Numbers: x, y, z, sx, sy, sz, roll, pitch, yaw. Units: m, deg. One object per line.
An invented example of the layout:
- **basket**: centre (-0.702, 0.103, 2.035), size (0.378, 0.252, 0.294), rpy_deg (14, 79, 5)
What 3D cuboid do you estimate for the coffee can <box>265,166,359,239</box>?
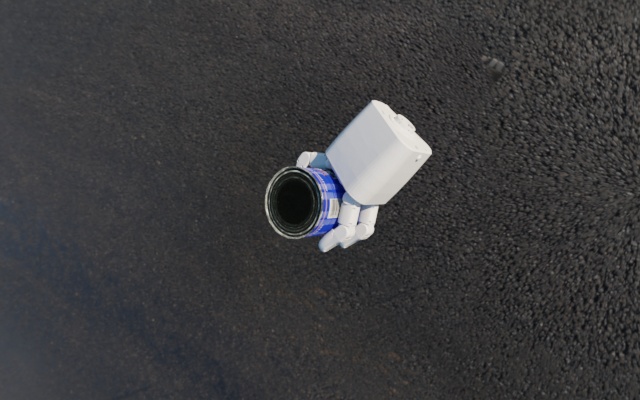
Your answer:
- **coffee can**: centre (0.000, 0.002, 0.722), size (0.103, 0.103, 0.140), rpy_deg (0, 1, 35)
